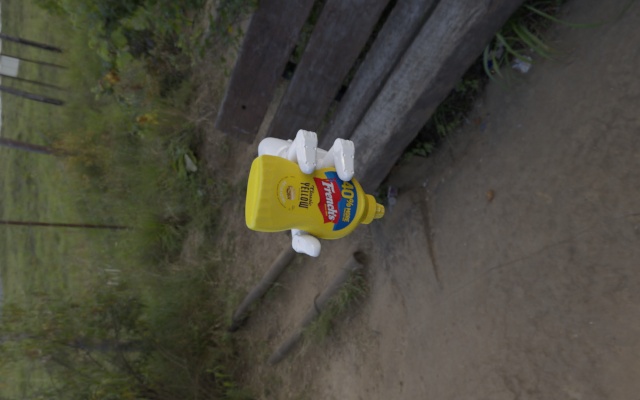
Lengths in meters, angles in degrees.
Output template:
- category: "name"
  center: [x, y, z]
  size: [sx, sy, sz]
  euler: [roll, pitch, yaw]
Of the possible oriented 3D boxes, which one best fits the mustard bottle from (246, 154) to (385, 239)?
- category: "mustard bottle"
  center: [0.000, 0.002, 0.638]
  size: [0.191, 0.096, 0.058]
  euler: [9, -13, -24]
